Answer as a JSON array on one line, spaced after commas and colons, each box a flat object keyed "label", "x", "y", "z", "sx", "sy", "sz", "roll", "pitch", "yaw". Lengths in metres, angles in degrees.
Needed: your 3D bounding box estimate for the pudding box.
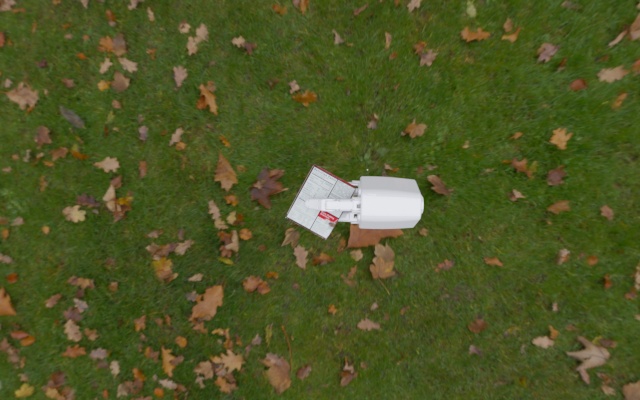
[{"label": "pudding box", "x": 0.000, "y": 0.003, "z": 0.877, "sx": 0.090, "sy": 0.113, "sz": 0.039, "roll": 29, "pitch": 4, "yaw": -1}]
